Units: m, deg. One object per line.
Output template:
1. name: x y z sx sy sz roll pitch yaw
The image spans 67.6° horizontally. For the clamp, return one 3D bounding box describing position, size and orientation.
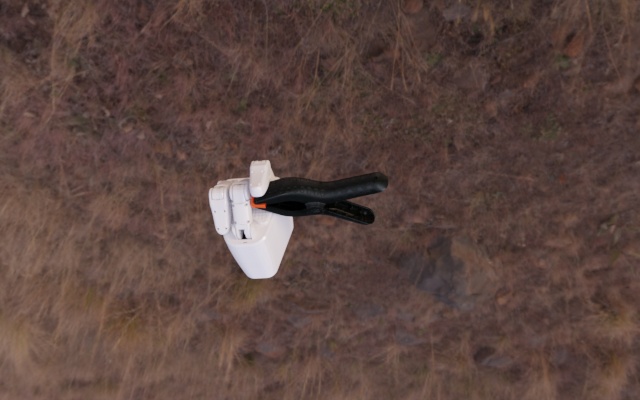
1. clamp: 0.000 0.002 0.615 0.171 0.039 0.120 0 -32 7
